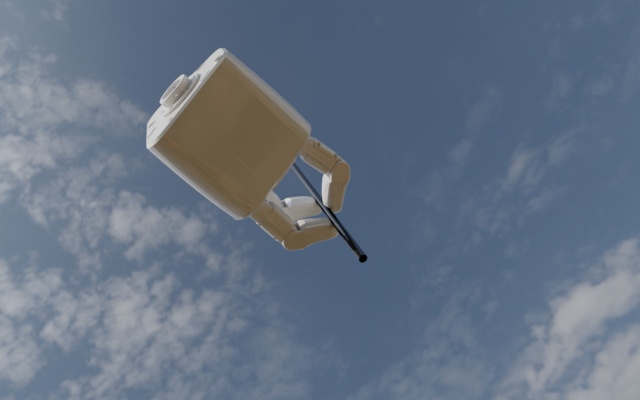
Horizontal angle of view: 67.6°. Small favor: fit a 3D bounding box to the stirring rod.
[{"bbox_3d":[0.000,0.002,0.513,0.011,0.011,0.239,0,24,-19],"label":"stirring rod"}]
